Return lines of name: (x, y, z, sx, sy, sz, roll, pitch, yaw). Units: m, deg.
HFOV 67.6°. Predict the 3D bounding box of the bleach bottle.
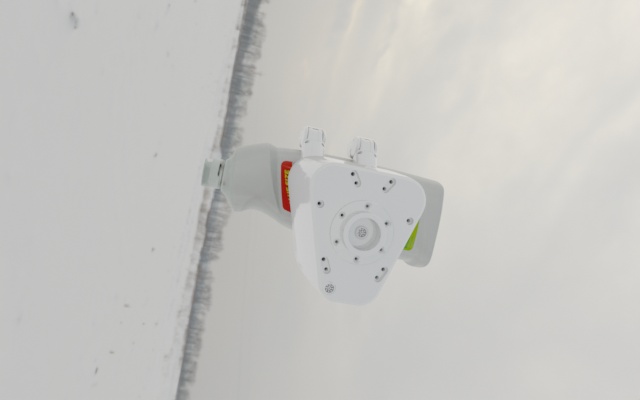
bleach bottle: (0.000, 0.002, 0.510, 0.251, 0.102, 0.068, 11, 3, -11)
